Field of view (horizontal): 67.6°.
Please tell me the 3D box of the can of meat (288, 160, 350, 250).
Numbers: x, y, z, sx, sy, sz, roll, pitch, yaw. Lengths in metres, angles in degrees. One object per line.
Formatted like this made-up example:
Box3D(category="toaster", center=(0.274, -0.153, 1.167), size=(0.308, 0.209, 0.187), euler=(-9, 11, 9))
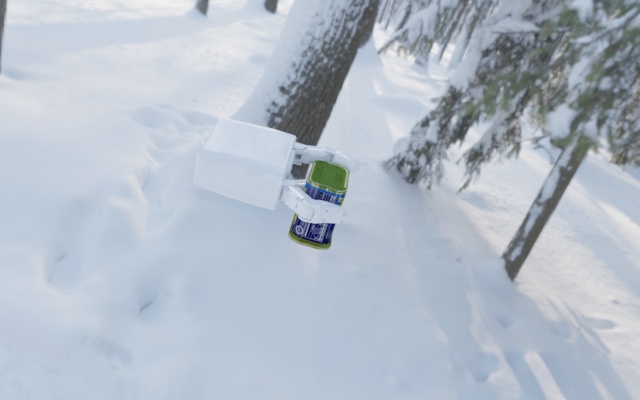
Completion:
Box3D(category="can of meat", center=(0.000, 0.002, 0.624), size=(0.057, 0.084, 0.102), euler=(17, 23, -2))
